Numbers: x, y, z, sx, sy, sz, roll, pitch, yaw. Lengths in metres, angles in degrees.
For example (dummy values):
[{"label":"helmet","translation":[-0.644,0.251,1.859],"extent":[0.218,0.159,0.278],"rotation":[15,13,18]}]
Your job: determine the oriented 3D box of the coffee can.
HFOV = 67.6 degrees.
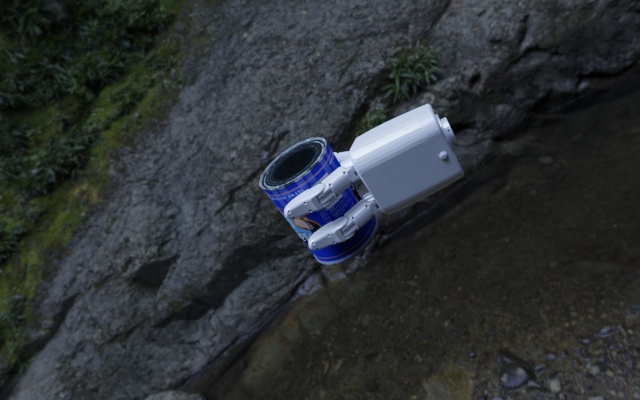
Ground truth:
[{"label":"coffee can","translation":[0.000,0.002,0.638],"extent":[0.103,0.140,0.102],"rotation":[-27,28,16]}]
